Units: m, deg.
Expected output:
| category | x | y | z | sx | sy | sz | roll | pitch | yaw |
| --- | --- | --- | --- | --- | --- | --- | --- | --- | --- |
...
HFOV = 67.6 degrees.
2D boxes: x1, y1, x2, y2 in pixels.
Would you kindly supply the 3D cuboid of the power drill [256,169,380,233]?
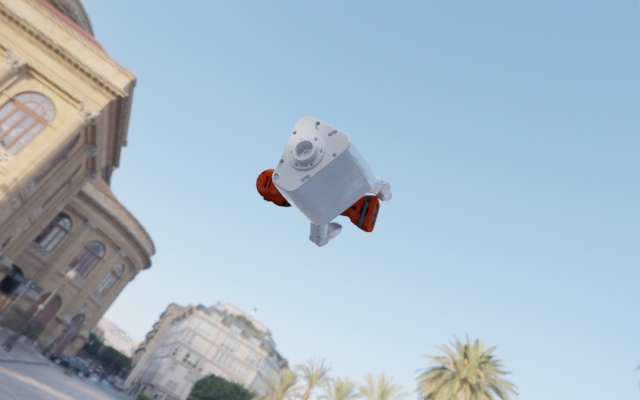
| category | x | y | z | sx | sy | sz | roll | pitch | yaw |
| --- | --- | --- | --- | --- | --- | --- | --- | --- | --- |
| power drill | 0.001 | 0.003 | 0.779 | 0.187 | 0.057 | 0.184 | 14 | -2 | 10 |
